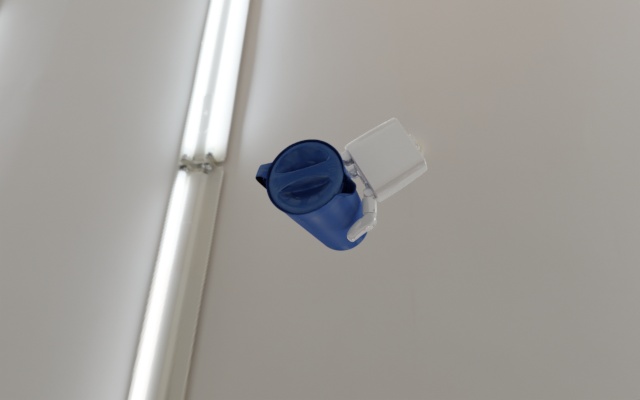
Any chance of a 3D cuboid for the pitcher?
[{"bbox_3d":[0.000,0.003,0.858,0.145,0.149,0.243,-32,-30,4],"label":"pitcher"}]
